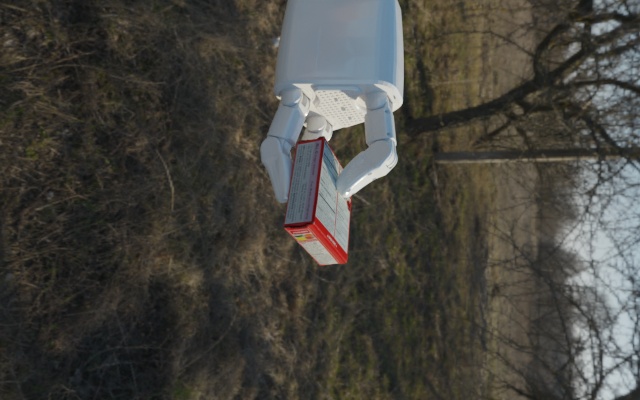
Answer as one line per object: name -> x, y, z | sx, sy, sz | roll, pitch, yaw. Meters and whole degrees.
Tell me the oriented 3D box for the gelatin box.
gelatin box -> 0.000, 0.002, 0.415 | 0.030, 0.089, 0.073 | -9, -34, 22
